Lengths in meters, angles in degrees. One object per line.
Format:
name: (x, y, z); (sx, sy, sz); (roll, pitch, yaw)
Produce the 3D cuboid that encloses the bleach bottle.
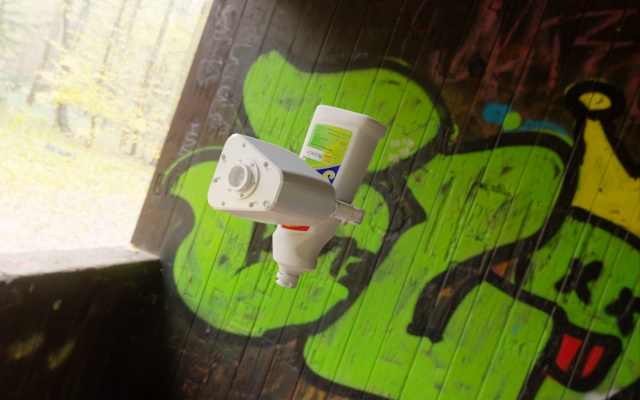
bleach bottle: (0.000, 0.002, 0.654); (0.102, 0.251, 0.068); (21, 3, 35)
